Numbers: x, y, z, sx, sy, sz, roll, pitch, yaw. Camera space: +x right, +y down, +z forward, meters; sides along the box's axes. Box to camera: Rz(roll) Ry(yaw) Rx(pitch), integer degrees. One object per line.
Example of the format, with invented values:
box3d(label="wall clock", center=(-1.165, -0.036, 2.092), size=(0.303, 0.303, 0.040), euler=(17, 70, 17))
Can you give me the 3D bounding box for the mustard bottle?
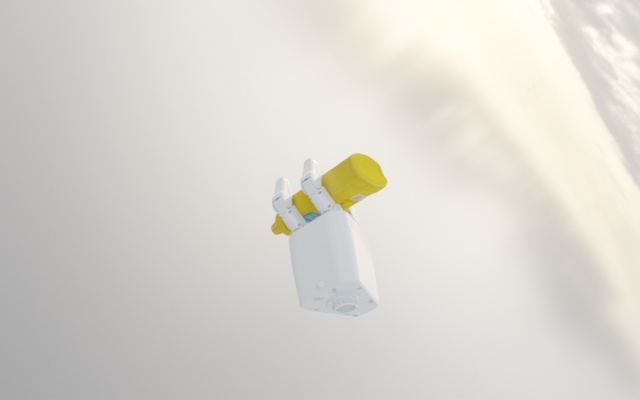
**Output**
box3d(label="mustard bottle", center=(0.000, 0.002, 0.709), size=(0.192, 0.058, 0.096), euler=(-32, -18, 27))
